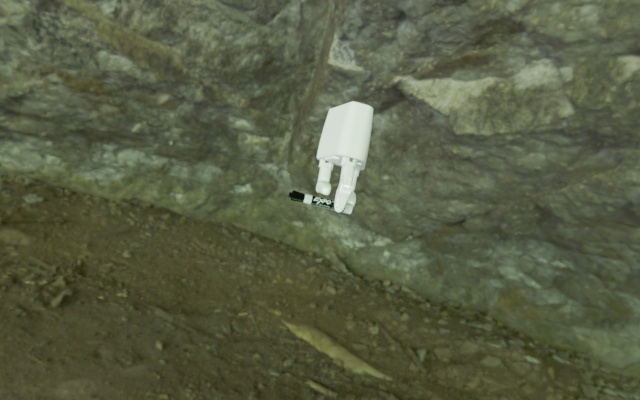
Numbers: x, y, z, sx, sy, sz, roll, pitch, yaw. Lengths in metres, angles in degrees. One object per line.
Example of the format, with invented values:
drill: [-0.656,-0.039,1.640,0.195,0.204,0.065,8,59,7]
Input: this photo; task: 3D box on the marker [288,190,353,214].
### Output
marker: [0.000,0.003,0.882,0.121,0.020,0.020,14,-3,-12]
